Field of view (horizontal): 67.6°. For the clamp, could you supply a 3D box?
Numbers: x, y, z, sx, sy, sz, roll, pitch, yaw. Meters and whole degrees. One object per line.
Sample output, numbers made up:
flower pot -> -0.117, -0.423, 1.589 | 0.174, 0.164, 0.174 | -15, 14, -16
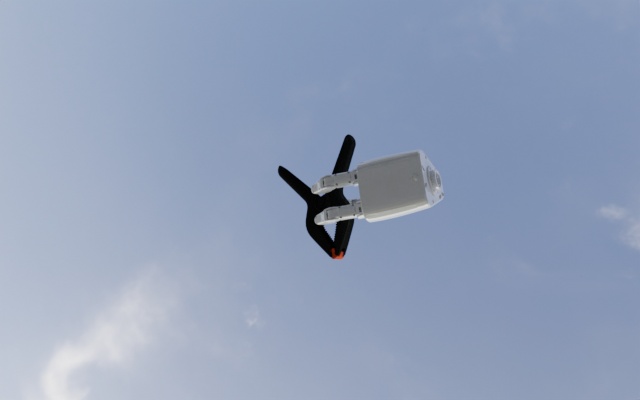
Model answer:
clamp -> 0.001, 0.003, 0.846 | 0.164, 0.210, 0.036 | -14, -14, 31
